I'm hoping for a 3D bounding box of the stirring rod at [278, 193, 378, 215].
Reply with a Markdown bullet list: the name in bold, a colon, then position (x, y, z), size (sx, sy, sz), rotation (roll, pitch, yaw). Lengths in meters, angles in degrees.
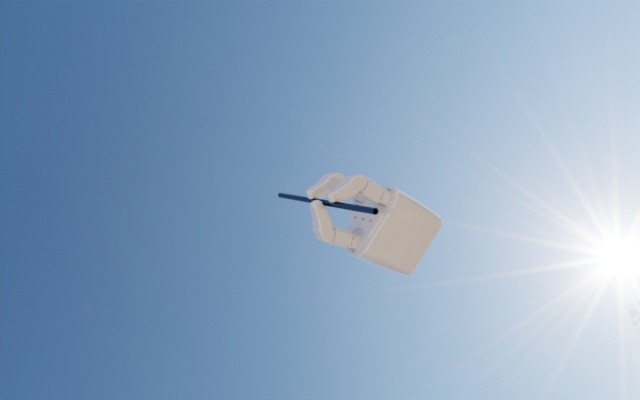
- **stirring rod**: position (0.000, 0.002, 0.651), size (0.011, 0.011, 0.239), rotation (0, 5, -32)
